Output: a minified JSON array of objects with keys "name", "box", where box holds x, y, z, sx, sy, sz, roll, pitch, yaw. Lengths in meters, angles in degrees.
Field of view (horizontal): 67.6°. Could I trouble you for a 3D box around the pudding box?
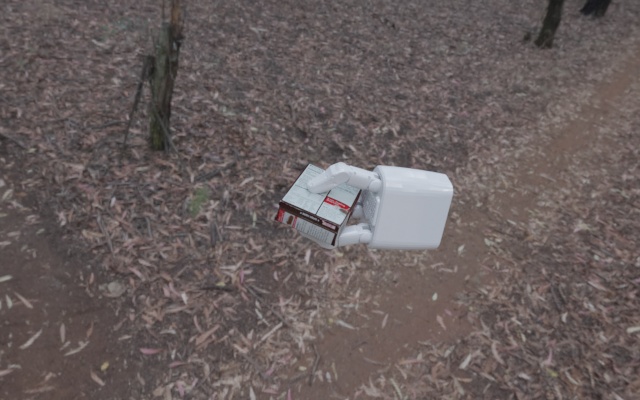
[{"name":"pudding box","box":[0.000,0.002,0.663,0.090,0.039,0.113,23,35,8]}]
